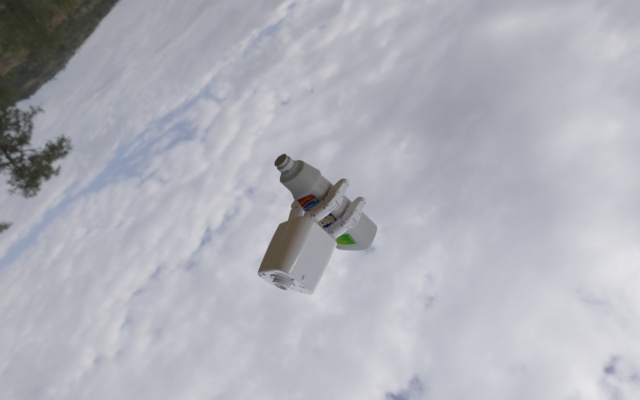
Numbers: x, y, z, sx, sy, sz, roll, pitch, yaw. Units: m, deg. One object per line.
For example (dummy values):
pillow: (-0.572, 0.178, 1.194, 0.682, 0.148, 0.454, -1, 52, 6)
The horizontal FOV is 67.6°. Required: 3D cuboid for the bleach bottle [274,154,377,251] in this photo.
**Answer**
bleach bottle: (0.000, 0.003, 0.891, 0.102, 0.068, 0.251, -3, -37, 45)
